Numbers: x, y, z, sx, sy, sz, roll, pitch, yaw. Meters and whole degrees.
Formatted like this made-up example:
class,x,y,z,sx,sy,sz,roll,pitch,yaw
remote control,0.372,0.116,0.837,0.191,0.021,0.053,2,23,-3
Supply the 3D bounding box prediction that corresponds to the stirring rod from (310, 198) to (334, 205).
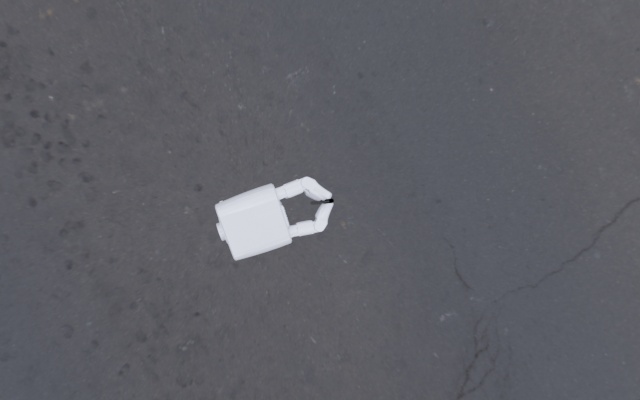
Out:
class,x,y,z,sx,sy,sz,roll,pitch,yaw
stirring rod,0.000,0.003,0.898,0.011,0.011,0.239,0,-1,-9
